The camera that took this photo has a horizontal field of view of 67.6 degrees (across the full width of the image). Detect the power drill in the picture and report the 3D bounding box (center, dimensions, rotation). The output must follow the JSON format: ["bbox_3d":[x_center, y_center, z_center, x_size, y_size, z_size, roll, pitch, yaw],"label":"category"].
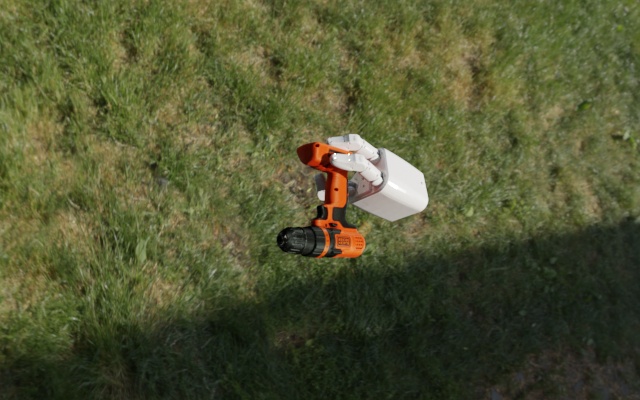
[{"bbox_3d":[0.000,0.002,0.794,0.057,0.187,0.184,-9,-13,42],"label":"power drill"}]
